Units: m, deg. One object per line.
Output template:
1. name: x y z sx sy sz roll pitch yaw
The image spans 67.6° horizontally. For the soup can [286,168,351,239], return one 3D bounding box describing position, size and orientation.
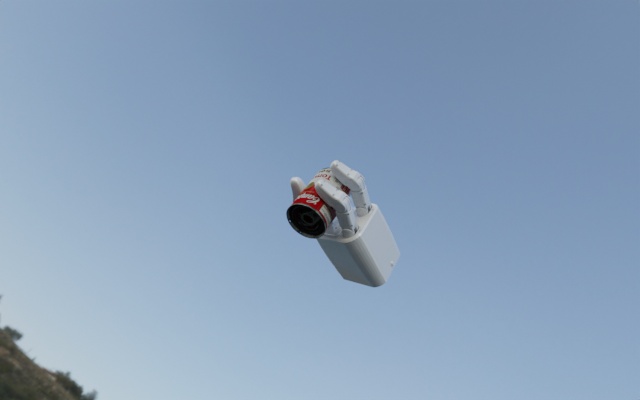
1. soup can: 0.000 0.002 0.760 0.068 0.068 0.102 0 37 34
